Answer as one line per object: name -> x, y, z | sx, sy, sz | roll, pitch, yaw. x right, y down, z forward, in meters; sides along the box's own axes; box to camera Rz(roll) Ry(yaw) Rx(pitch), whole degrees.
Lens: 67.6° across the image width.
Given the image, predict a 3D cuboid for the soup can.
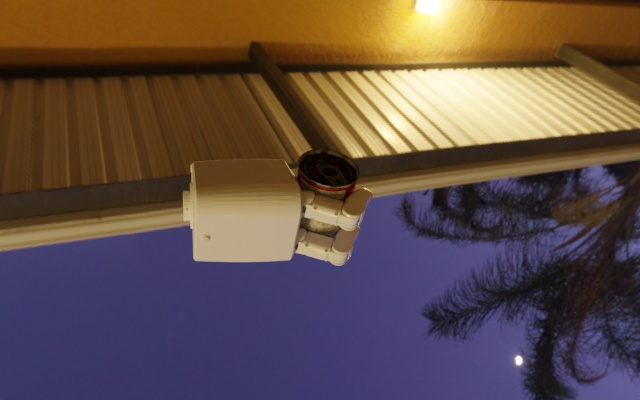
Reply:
soup can -> 0.000, 0.002, 0.547 | 0.068, 0.102, 0.068 | 8, 40, -7
